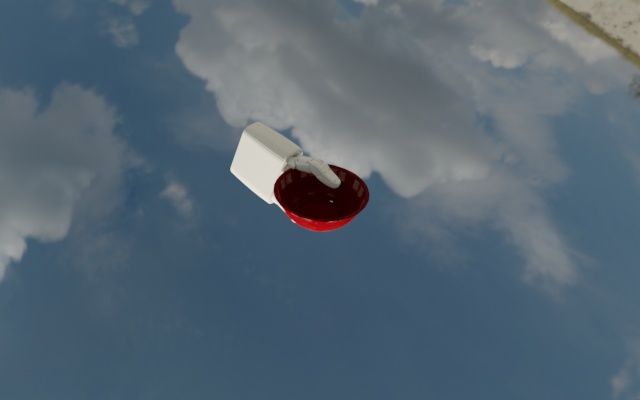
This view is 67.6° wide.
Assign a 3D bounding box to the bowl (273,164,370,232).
[{"bbox_3d":[0.001,0.004,0.815,0.162,0.055,0.162,3,38,-2],"label":"bowl"}]
